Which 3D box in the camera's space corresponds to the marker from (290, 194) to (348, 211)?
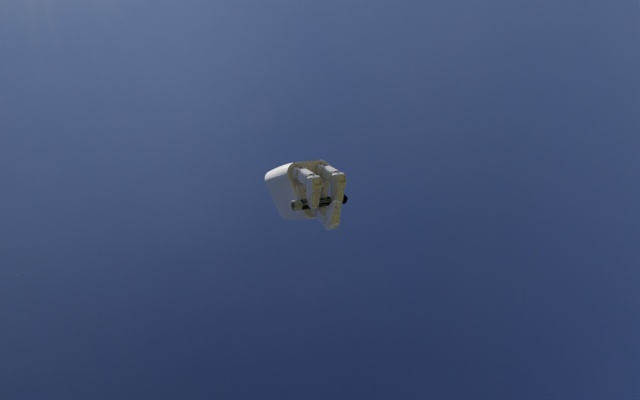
[{"bbox_3d":[0.000,0.003,0.888,0.121,0.020,0.020,-8,4,-33],"label":"marker"}]
